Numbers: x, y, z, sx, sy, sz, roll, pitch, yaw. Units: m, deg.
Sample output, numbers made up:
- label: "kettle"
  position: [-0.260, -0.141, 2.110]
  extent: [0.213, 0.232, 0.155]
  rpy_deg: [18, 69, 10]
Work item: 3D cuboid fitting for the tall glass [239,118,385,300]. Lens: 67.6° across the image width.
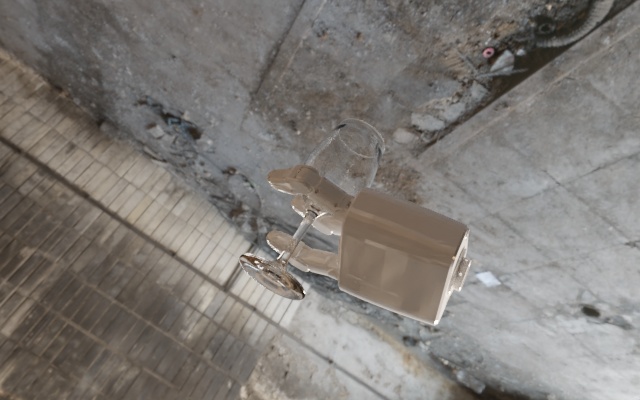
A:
- label: "tall glass"
  position: [0.000, 0.002, 0.508]
  extent: [0.079, 0.201, 0.079]
  rpy_deg: [24, -30, 15]
